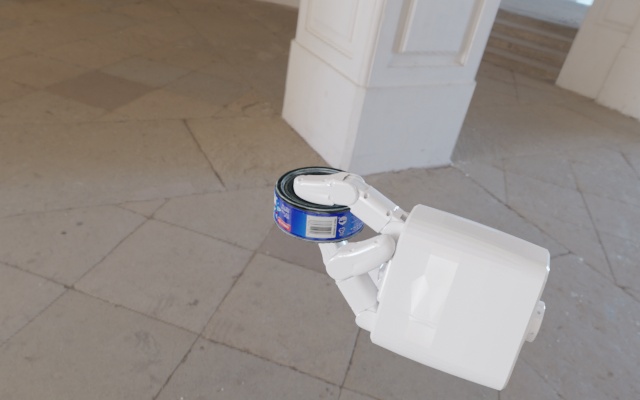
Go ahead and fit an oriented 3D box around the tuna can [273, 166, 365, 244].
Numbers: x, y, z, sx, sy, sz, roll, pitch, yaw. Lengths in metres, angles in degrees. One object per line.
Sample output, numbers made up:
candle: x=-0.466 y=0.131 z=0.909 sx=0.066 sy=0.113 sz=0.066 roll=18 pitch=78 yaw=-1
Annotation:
tuna can: x=0.000 y=0.001 z=0.435 sx=0.086 sy=0.034 sz=0.086 roll=3 pitch=30 yaw=-2
